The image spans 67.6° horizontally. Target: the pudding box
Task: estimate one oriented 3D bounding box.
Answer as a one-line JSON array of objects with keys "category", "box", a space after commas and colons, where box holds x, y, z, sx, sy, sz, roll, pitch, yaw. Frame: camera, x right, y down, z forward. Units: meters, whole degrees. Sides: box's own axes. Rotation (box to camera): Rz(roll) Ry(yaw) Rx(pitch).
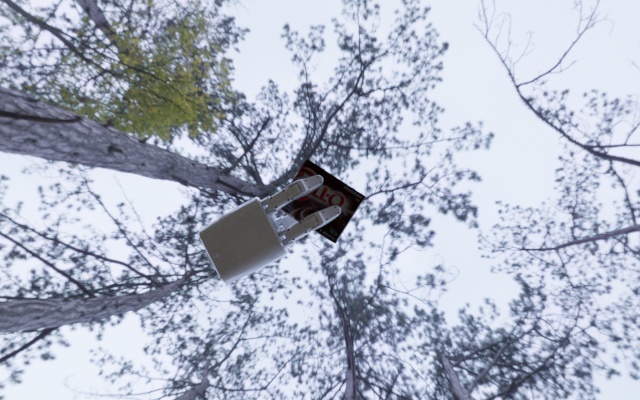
[{"category": "pudding box", "box": [0.000, 0.003, 0.756, 0.113, 0.090, 0.039, 33, -8, 3]}]
